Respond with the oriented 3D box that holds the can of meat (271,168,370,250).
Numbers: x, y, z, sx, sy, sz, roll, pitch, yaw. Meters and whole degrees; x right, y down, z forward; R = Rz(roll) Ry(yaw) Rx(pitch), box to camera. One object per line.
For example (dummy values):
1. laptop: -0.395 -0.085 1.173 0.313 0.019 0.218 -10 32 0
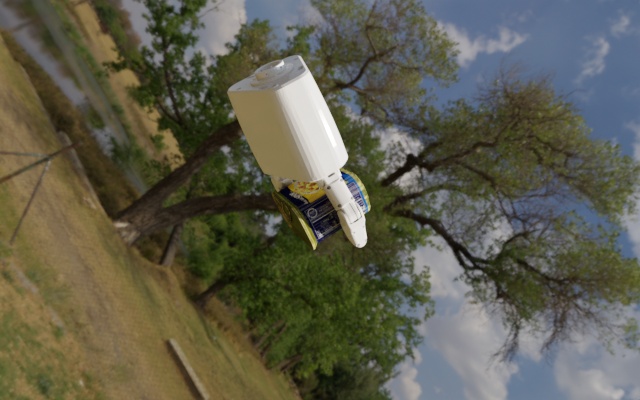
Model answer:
1. can of meat: 0.000 0.002 0.570 0.084 0.057 0.102 -31 26 -12
